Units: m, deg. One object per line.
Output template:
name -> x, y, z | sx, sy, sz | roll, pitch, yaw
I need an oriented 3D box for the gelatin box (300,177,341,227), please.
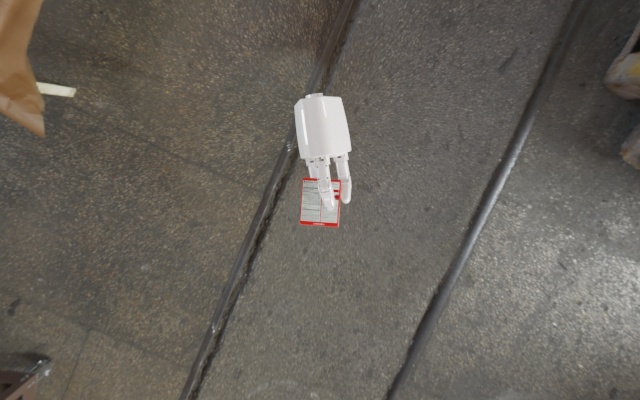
gelatin box -> 0.000, 0.003, 0.895 | 0.073, 0.089, 0.030 | 4, 4, 1
